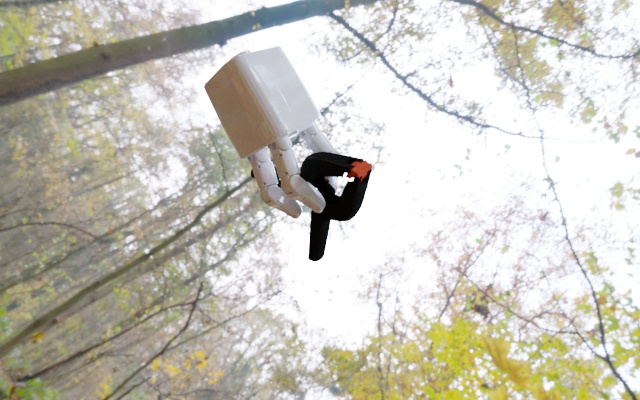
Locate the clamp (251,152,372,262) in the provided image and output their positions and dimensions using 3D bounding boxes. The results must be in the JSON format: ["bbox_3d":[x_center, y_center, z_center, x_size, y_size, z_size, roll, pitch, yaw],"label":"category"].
[{"bbox_3d":[0.001,0.001,0.620,0.036,0.164,0.210,-38,11,-35],"label":"clamp"}]
